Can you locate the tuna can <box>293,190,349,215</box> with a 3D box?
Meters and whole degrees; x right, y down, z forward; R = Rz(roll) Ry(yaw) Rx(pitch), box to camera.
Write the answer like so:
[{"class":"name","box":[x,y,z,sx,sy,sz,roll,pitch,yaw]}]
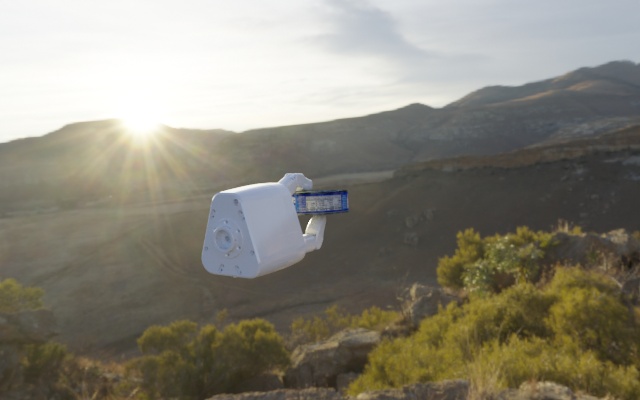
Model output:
[{"class":"tuna can","box":[0.000,0.002,0.726,0.086,0.034,0.086,-3,2,0]}]
